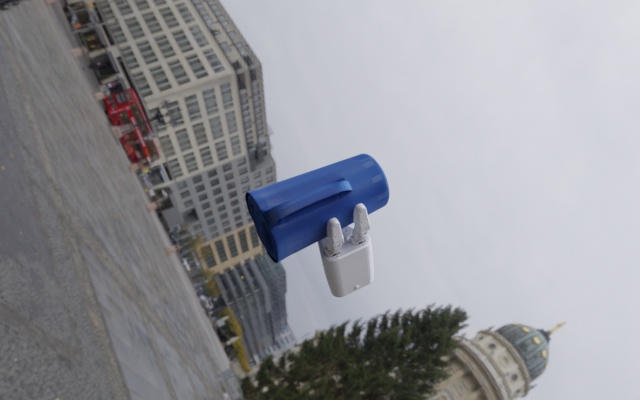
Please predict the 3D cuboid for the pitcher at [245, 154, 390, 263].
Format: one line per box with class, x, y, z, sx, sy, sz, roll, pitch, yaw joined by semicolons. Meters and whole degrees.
pitcher;0.000;0.003;0.847;0.243;0.145;0.149;-23;36;-17
